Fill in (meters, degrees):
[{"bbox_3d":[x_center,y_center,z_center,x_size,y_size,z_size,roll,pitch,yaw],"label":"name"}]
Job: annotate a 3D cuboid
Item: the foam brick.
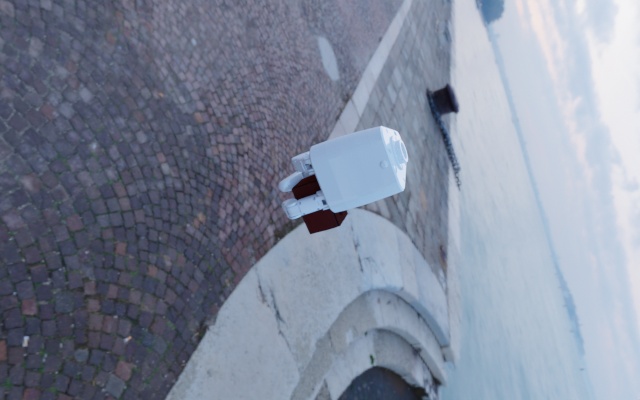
[{"bbox_3d":[0.000,0.003,0.714,0.051,0.078,0.053,-16,14,22],"label":"foam brick"}]
